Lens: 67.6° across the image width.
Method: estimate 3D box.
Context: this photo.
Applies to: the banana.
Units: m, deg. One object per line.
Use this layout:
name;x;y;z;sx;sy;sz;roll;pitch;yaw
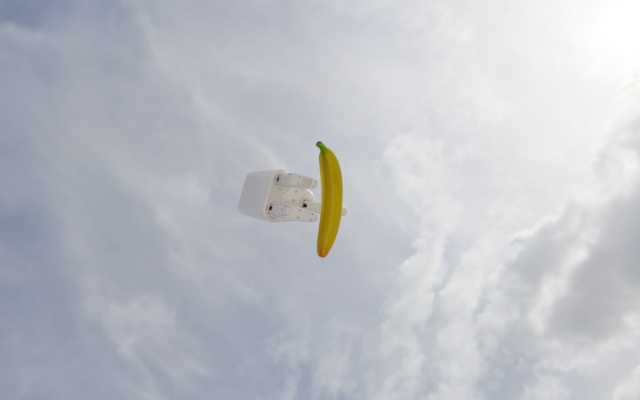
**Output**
banana;0.012;-0.004;0.817;0.037;0.198;0.069;6;13;38
